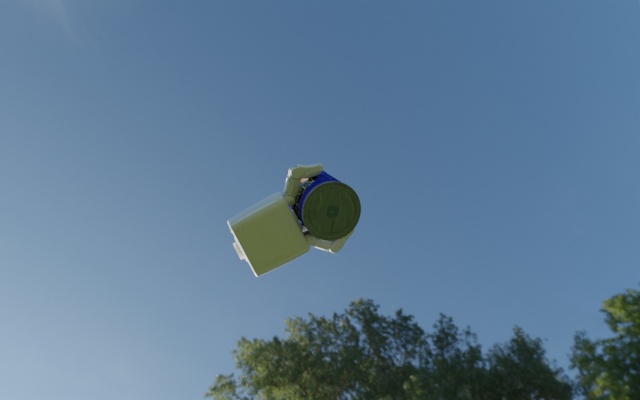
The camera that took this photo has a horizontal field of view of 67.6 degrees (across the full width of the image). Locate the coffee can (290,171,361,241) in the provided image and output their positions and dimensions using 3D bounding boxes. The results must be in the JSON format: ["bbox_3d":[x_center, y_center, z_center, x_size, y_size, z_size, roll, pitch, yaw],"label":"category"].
[{"bbox_3d":[0.000,0.003,0.858,0.103,0.103,0.140,0,14,-17],"label":"coffee can"}]
